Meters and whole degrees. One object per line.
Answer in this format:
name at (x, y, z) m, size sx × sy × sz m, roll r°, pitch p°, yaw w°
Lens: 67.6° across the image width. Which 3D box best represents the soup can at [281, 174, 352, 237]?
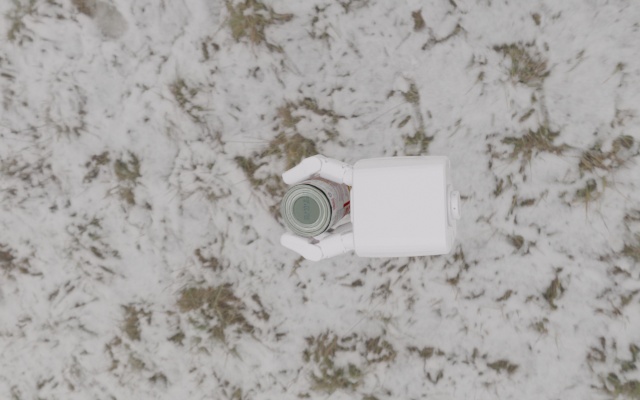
soup can at (0.000, 0.002, 0.614) m, size 0.068 × 0.068 × 0.102 m, roll 0°, pitch 13°, yaw 21°
